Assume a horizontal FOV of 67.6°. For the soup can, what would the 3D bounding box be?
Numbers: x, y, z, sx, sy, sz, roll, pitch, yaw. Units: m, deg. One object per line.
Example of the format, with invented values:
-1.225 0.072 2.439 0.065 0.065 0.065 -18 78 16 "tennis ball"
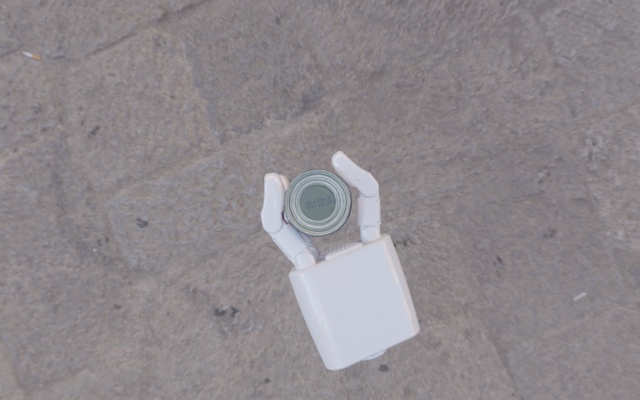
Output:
0.000 0.001 0.506 0.068 0.068 0.102 0 1 4 "soup can"
